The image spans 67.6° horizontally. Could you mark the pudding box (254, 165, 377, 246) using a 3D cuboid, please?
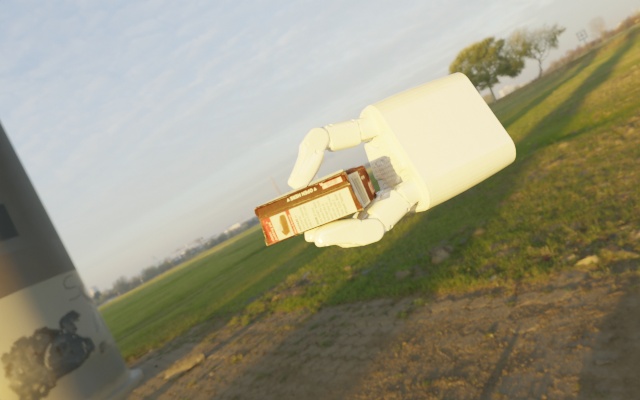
[{"bbox_3d":[0.000,0.001,0.445,0.090,0.039,0.113,-22,0,14],"label":"pudding box"}]
